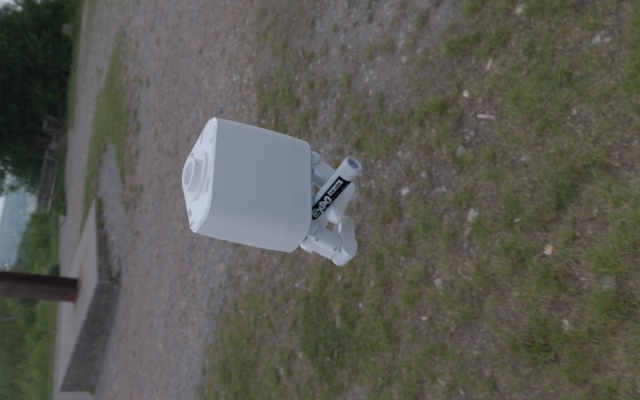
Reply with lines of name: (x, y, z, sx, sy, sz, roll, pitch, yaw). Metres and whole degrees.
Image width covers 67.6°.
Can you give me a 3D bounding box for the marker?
marker: (0.000, 0.002, 0.481, 0.020, 0.020, 0.121, 0, -36, -40)
